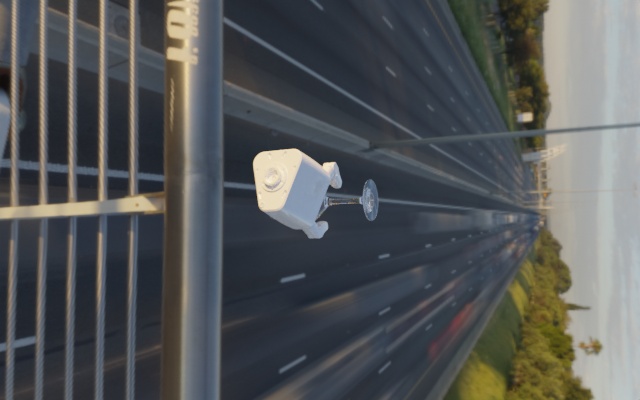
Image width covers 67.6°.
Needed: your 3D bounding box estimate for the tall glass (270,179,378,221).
[{"bbox_3d":[0.001,0.003,0.888,0.201,0.079,0.079,-3,-1,26],"label":"tall glass"}]
